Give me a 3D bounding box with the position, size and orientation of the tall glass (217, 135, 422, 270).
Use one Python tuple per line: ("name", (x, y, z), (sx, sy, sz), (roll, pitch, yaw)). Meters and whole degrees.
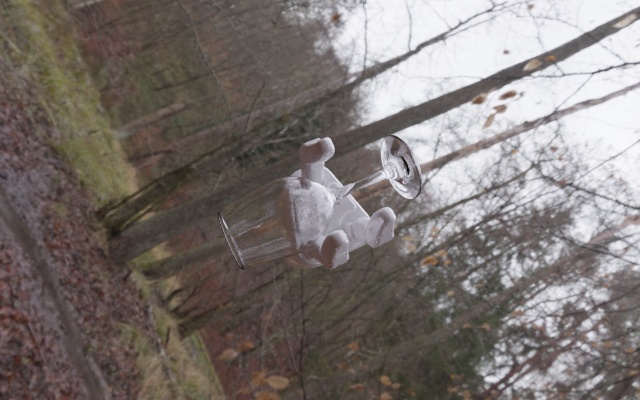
("tall glass", (0.001, 0.001, 0.488), (0.201, 0.079, 0.079), (-23, 7, -17))
